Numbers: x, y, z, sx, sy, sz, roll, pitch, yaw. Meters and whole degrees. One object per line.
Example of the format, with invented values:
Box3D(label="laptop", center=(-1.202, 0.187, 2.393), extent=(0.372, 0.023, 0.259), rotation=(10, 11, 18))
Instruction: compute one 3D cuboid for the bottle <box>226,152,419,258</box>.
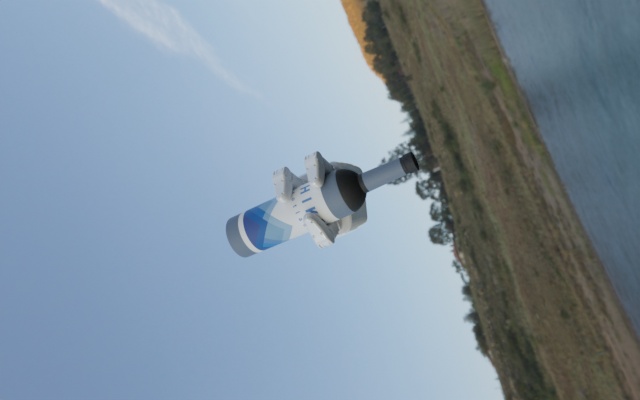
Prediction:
Box3D(label="bottle", center=(0.000, 0.002, 0.686), extent=(0.296, 0.069, 0.069), rotation=(-24, -9, 21))
